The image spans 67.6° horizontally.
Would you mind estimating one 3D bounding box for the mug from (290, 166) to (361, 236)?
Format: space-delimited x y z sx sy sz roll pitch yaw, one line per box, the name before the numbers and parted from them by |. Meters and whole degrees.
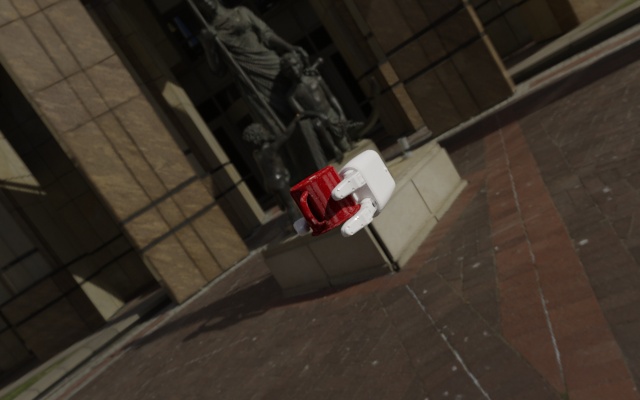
mug | -0.001 0.003 0.745 0.093 0.081 0.117 -28 8 31
